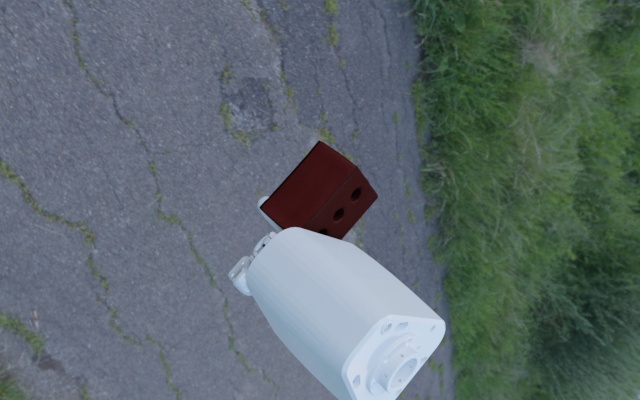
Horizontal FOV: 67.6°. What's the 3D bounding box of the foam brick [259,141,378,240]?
[{"bbox_3d":[0.000,0.001,0.402,0.051,0.078,0.053,36,-8,40],"label":"foam brick"}]
